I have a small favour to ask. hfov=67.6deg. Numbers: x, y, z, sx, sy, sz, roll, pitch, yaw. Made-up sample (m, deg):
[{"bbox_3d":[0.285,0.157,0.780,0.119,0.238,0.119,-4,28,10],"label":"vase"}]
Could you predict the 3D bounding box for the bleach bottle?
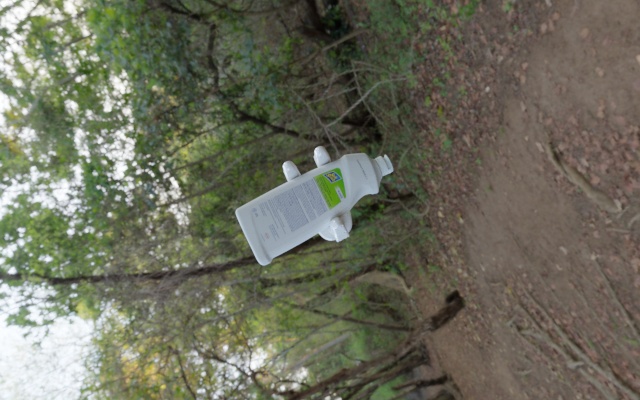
[{"bbox_3d":[0.000,0.002,0.752,0.251,0.102,0.068,-26,-4,-2],"label":"bleach bottle"}]
